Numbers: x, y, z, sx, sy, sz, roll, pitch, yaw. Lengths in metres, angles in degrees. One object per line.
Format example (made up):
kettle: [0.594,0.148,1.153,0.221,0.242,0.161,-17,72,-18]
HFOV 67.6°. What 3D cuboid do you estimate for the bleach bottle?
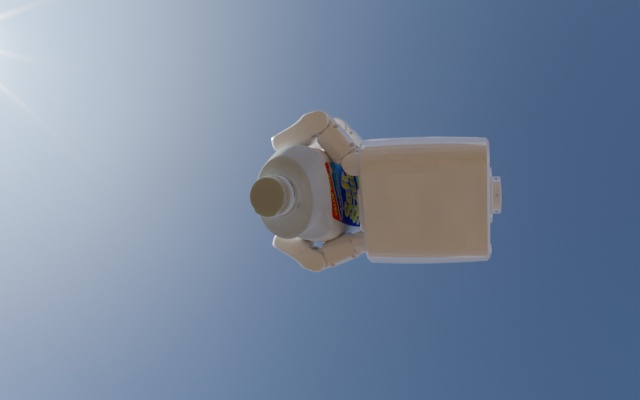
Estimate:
bleach bottle: [0.000,0.001,0.463,0.068,0.102,0.251,-1,2,18]
